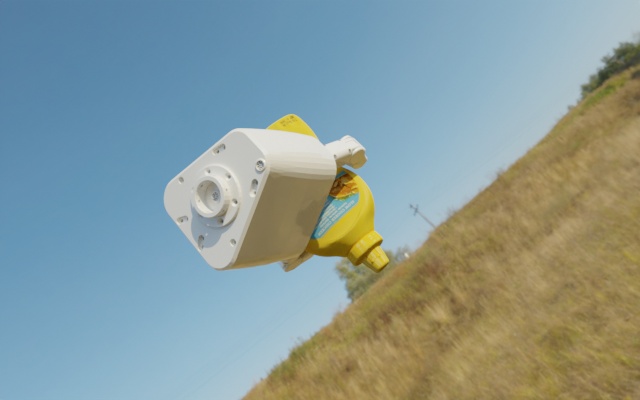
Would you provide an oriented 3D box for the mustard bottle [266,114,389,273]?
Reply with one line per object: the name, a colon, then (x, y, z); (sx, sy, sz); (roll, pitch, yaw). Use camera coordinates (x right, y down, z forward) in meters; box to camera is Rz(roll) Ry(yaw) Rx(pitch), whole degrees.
mustard bottle: (0.000, 0.002, 0.508); (0.191, 0.096, 0.058); (46, -2, 19)
